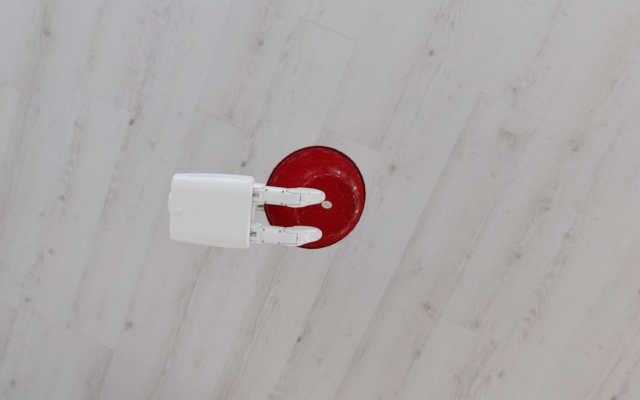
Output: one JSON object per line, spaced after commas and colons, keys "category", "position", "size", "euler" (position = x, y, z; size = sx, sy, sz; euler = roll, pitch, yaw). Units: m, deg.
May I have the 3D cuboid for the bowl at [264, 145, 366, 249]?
{"category": "bowl", "position": [0.002, 0.002, 0.703], "size": [0.162, 0.162, 0.055], "euler": [0, 12, -16]}
